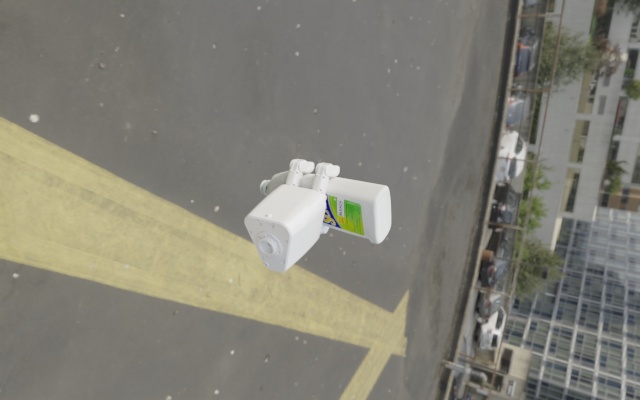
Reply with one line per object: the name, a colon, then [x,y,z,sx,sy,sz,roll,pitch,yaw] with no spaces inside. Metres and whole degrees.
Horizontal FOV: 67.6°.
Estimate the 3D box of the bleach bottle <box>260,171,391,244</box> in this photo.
bleach bottle: [0.000,0.003,0.870,0.251,0.103,0.068,11,35,28]
